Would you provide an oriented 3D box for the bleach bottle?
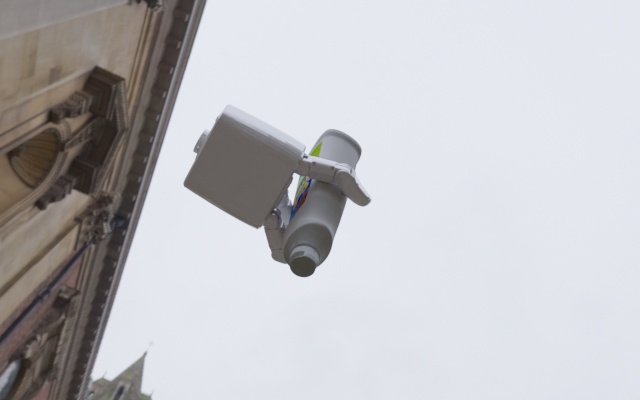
[{"bbox_3d":[0.000,0.002,0.604,0.068,0.103,0.250,30,29,-10],"label":"bleach bottle"}]
